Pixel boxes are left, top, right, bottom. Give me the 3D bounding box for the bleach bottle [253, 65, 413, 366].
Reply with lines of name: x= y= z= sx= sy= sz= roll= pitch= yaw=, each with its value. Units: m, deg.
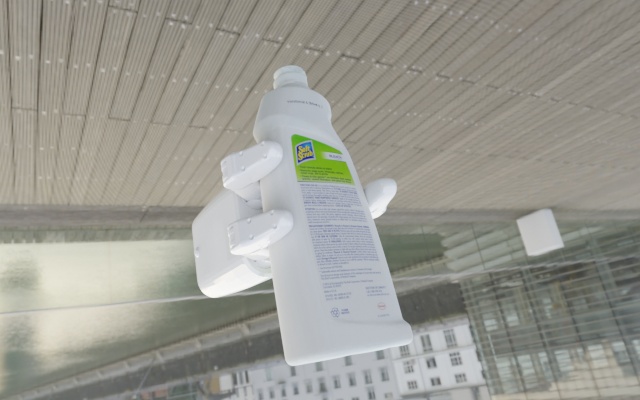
bleach bottle: x=0.000 y=0.001 z=0.403 sx=0.102 sy=0.250 sz=0.068 roll=5 pitch=-24 yaw=-38
